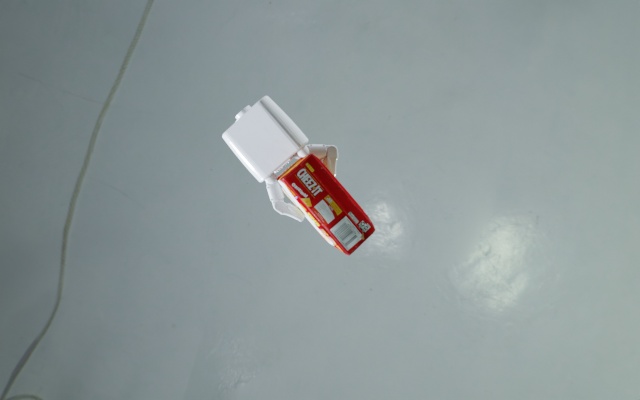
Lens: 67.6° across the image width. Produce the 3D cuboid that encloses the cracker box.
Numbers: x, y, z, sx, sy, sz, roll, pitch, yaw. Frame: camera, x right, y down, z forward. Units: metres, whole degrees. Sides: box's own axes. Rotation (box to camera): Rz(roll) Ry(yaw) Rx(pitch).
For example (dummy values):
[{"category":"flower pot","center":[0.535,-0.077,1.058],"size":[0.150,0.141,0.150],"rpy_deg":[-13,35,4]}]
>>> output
[{"category":"cracker box","center":[0.000,0.003,0.848],"size":[0.072,0.164,0.213],"rpy_deg":[-41,7,-5]}]
